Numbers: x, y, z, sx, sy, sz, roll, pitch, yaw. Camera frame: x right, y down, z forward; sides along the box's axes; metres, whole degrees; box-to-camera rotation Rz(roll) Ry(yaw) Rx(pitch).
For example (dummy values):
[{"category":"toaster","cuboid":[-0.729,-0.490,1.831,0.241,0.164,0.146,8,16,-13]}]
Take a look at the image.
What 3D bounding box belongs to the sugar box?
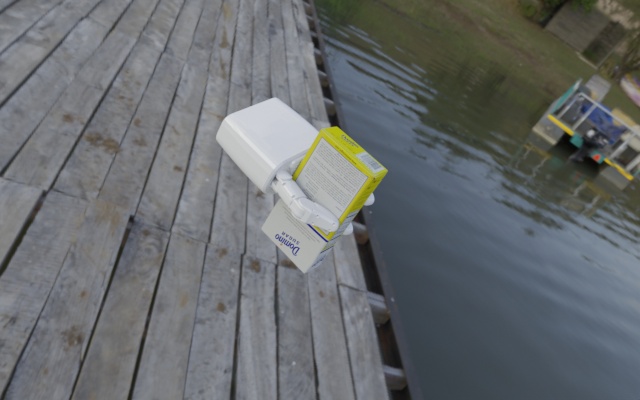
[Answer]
[{"category":"sugar box","cuboid":[0.000,0.002,0.625,0.093,0.176,0.048,44,33,17]}]
